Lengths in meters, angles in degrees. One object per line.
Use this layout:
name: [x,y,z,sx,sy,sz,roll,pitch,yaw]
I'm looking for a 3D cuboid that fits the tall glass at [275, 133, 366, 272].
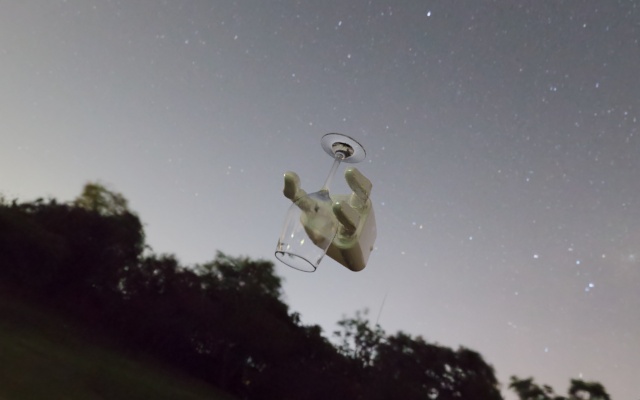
tall glass: [0.000,0.002,0.700,0.079,0.201,0.079,19,-25,9]
